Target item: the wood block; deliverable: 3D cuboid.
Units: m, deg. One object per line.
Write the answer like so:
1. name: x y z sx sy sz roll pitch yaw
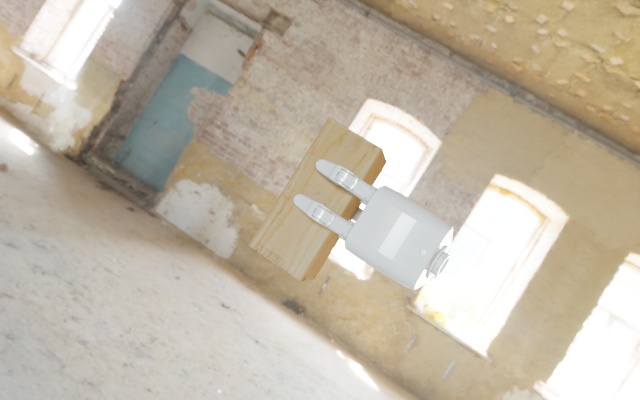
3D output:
1. wood block: 0.001 0.002 0.679 0.090 0.206 0.091 32 0 15
